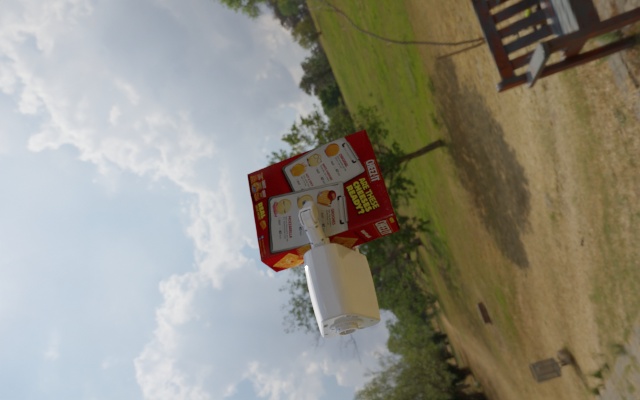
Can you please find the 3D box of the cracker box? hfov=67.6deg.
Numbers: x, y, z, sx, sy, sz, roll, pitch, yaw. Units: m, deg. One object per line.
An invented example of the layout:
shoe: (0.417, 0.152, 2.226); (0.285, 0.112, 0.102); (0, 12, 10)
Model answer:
cracker box: (0.000, 0.002, 0.767); (0.214, 0.164, 0.072); (-20, -30, 10)
